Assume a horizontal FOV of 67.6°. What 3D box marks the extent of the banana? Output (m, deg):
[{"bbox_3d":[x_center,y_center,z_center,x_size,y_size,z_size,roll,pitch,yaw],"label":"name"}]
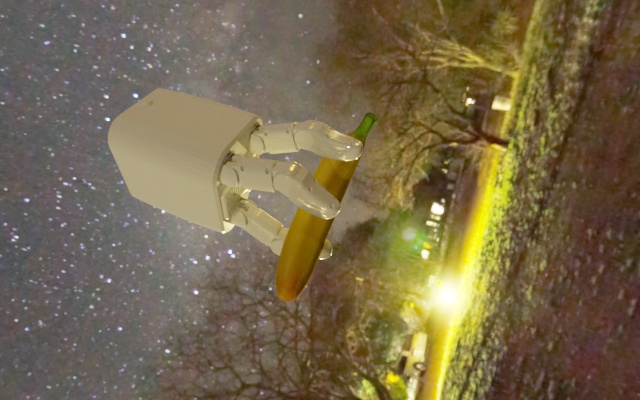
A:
[{"bbox_3d":[-0.001,0.006,0.442,0.037,0.197,0.070,23,-25,2],"label":"banana"}]
